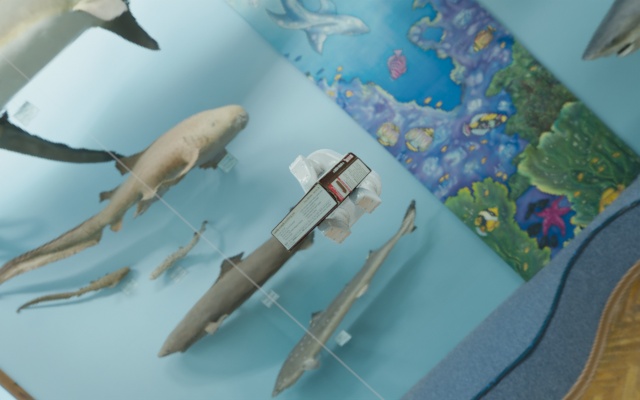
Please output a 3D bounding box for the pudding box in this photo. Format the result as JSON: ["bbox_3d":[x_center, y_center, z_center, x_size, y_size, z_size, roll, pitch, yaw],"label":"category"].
[{"bbox_3d":[0.000,0.002,0.572,0.113,0.039,0.090,-48,-2,41],"label":"pudding box"}]
